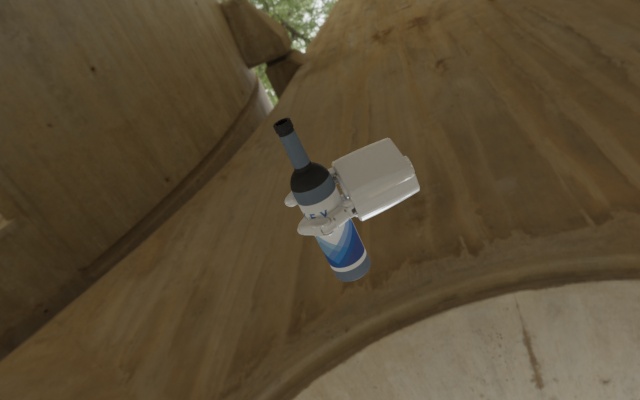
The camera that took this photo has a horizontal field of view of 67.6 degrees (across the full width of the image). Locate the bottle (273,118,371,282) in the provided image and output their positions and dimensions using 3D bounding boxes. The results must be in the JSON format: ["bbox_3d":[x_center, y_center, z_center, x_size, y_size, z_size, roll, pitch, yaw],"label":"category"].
[{"bbox_3d":[0.000,0.003,0.761,0.069,0.296,0.069,-19,30,12],"label":"bottle"}]
